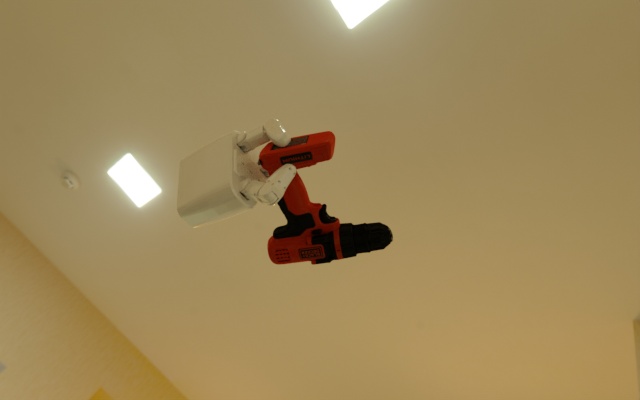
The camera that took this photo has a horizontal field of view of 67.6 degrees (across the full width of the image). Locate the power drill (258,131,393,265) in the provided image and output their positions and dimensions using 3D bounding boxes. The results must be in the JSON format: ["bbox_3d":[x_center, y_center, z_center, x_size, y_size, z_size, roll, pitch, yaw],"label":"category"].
[{"bbox_3d":[0.000,0.002,0.671,0.184,0.188,0.057,-9,23,7],"label":"power drill"}]
